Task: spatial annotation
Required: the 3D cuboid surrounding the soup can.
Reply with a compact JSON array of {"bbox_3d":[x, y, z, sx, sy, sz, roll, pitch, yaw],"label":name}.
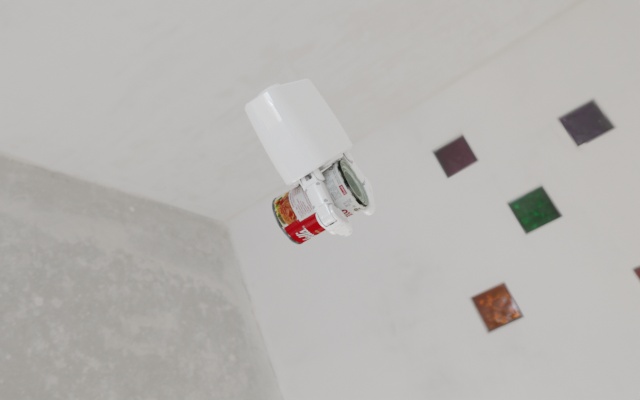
[{"bbox_3d":[0.001,0.002,0.596,0.102,0.068,0.068,-30,-10,17],"label":"soup can"}]
